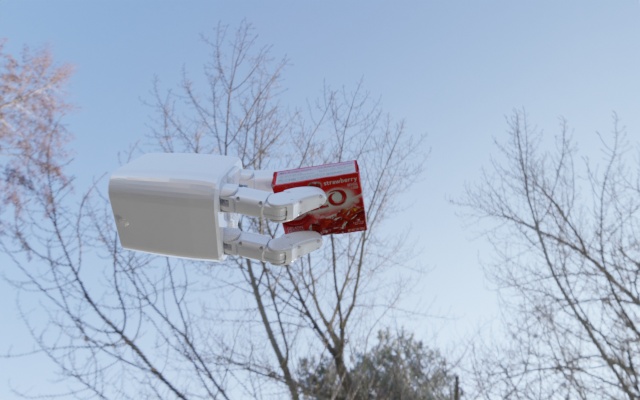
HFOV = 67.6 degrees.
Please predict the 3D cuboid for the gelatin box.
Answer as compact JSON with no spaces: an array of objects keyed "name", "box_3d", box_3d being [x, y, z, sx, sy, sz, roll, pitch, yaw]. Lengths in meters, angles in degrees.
[{"name":"gelatin box","box_3d":[0.000,0.001,0.494,0.089,0.073,0.030,-8,34,5]}]
